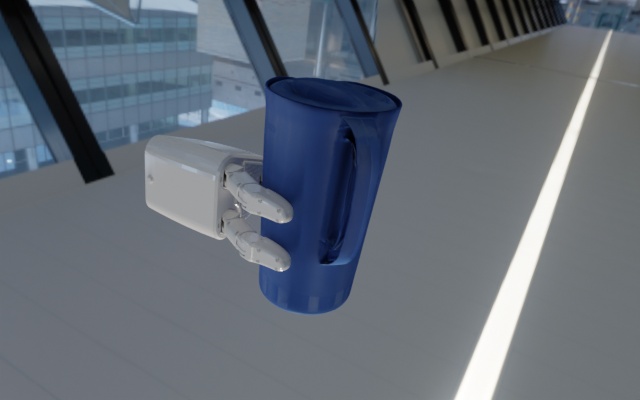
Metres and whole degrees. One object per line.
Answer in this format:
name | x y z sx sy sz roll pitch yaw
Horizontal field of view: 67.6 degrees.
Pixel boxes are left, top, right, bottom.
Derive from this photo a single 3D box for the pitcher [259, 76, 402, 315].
pitcher | 0.000 0.002 0.500 0.145 0.243 0.149 18 27 20
